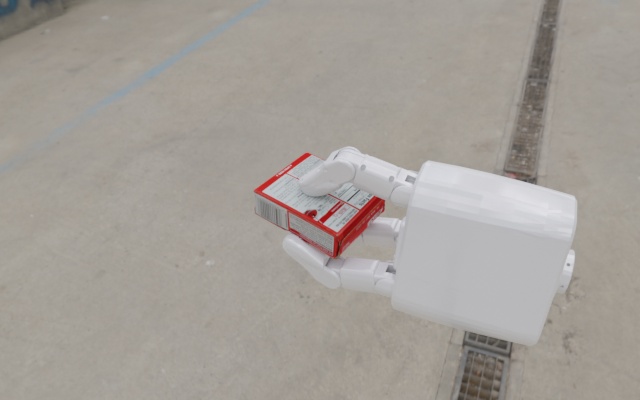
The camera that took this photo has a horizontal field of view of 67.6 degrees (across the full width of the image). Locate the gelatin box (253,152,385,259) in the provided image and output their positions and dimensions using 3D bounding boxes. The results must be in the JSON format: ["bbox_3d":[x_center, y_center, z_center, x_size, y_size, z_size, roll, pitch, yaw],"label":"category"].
[{"bbox_3d":[0.000,0.001,0.405,0.089,0.030,0.073,27,47,25],"label":"gelatin box"}]
